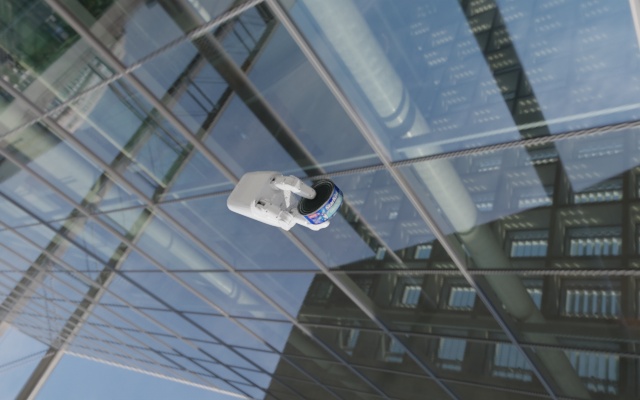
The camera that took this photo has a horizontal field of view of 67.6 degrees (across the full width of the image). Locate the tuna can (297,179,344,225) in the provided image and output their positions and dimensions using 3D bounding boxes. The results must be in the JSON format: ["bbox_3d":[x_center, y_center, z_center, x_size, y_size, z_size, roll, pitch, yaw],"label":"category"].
[{"bbox_3d":[0.001,0.003,0.882,0.086,0.086,0.034,0,-39,51],"label":"tuna can"}]
